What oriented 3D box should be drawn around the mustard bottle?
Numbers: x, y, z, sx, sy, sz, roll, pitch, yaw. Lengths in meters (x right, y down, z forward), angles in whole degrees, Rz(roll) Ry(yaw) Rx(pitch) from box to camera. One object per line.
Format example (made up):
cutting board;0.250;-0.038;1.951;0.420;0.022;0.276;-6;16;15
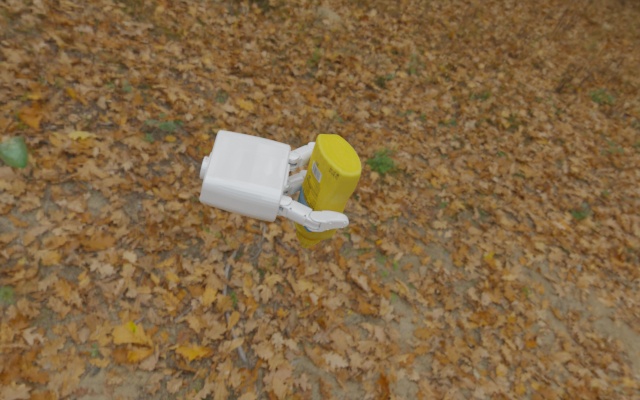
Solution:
mustard bottle;0.001;0.002;0.720;0.058;0.192;0.096;-3;44;-27
